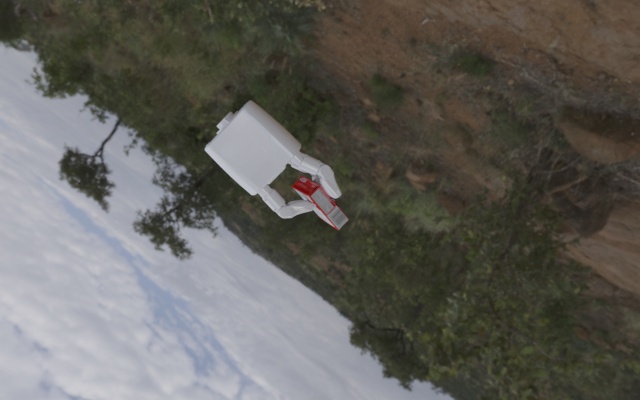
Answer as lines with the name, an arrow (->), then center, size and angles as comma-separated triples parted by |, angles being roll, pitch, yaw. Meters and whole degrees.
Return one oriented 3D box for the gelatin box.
gelatin box -> 0.000, 0.003, 0.811 | 0.089, 0.030, 0.073 | 50, -9, -27
